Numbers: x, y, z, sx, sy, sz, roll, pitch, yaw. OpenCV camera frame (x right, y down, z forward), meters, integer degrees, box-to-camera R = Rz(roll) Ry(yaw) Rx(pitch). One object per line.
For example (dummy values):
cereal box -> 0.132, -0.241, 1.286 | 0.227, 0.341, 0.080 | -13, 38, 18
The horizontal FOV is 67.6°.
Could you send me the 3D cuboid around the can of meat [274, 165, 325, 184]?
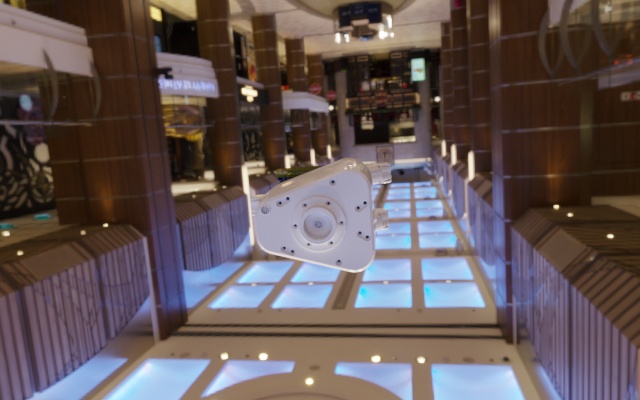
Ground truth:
can of meat -> 0.000, 0.002, 0.567 | 0.102, 0.084, 0.057 | -4, 8, 2
